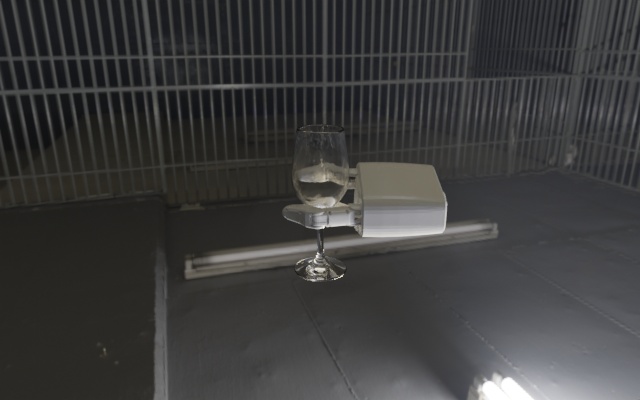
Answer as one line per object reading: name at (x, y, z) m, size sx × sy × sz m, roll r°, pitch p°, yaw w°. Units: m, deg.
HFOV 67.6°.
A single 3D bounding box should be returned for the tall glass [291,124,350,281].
tall glass at (0.000, 0.003, 0.642) m, size 0.079 × 0.201 × 0.079 m, roll 0°, pitch 18°, yaw 0°
